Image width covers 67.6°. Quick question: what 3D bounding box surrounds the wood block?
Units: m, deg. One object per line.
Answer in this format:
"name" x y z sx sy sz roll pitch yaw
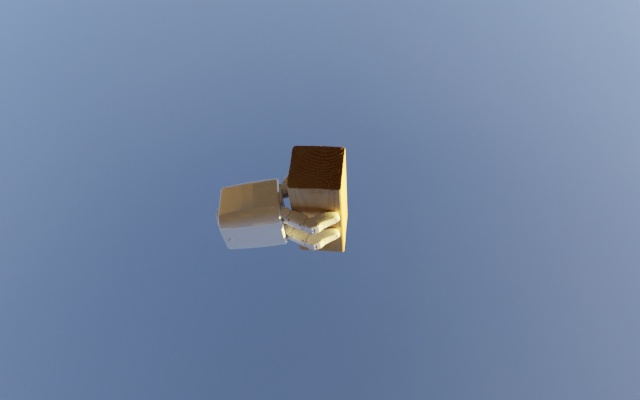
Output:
"wood block" 0.000 0.003 0.858 0.090 0.090 0.206 2 -34 6
